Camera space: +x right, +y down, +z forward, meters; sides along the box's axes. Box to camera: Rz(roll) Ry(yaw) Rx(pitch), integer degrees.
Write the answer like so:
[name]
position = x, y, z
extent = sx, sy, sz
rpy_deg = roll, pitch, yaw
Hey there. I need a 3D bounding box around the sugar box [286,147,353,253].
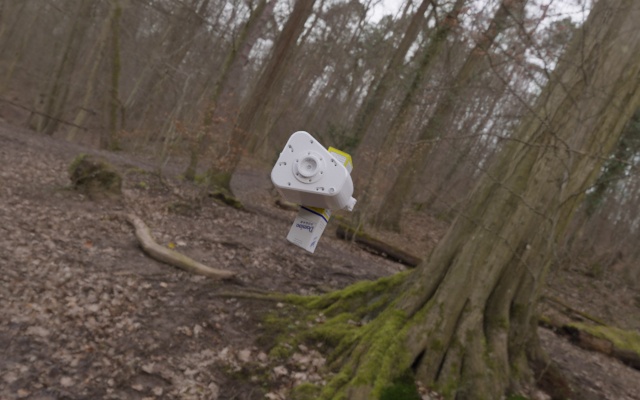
[sugar box]
position = 0.000, 0.002, 0.835
extent = 0.048, 0.176, 0.093
rpy_deg = 26, -7, 11
